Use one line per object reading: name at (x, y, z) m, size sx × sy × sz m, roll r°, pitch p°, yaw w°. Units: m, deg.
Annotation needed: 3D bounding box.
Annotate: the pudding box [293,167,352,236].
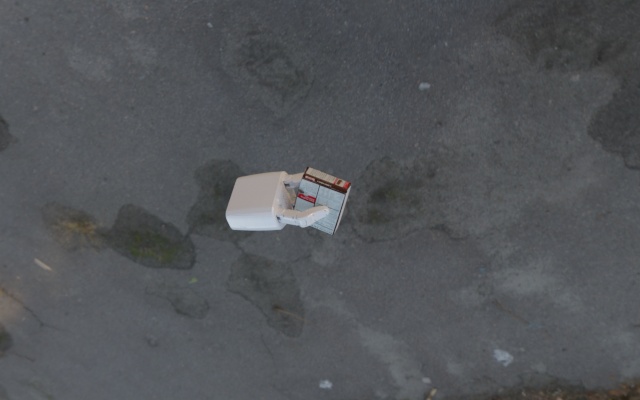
pudding box at (0.000, 0.003, 0.890) m, size 0.090 × 0.114 × 0.039 m, roll 20°, pitch 43°, yaw 5°
